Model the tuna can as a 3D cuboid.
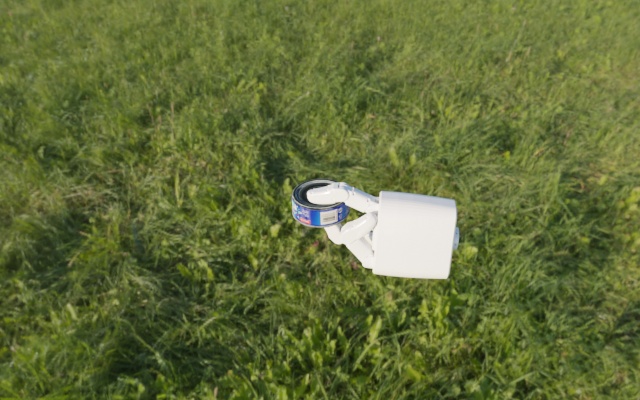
[{"bbox_3d":[0.000,0.002,0.707,0.086,0.034,0.086,-2,33,1],"label":"tuna can"}]
